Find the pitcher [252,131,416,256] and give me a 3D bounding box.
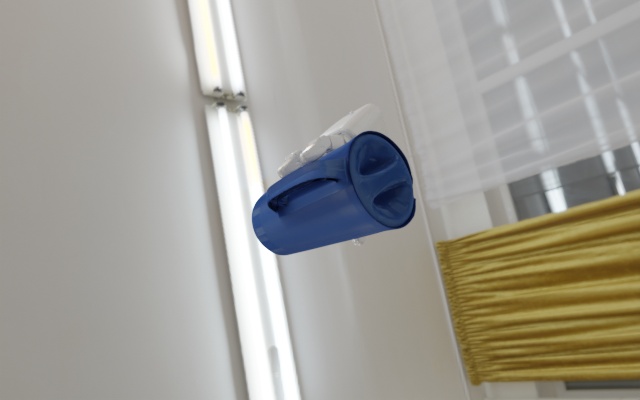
[{"bbox_3d":[0.000,0.002,0.686,0.243,0.149,0.145,-23,21,43],"label":"pitcher"}]
